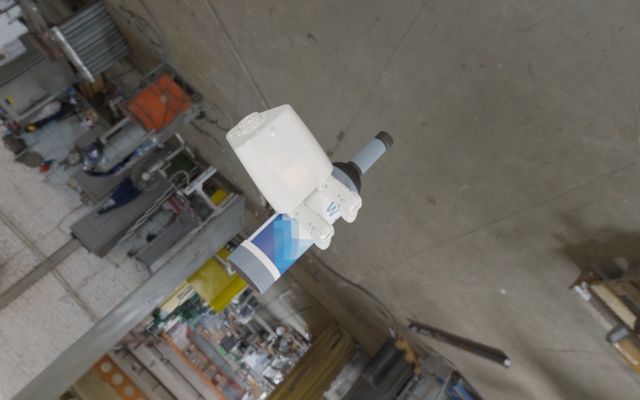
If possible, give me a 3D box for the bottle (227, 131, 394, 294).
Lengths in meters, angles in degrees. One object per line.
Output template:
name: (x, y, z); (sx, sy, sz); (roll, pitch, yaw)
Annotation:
bottle: (0.000, 0.002, 0.671); (0.295, 0.069, 0.069); (-44, 18, -19)
